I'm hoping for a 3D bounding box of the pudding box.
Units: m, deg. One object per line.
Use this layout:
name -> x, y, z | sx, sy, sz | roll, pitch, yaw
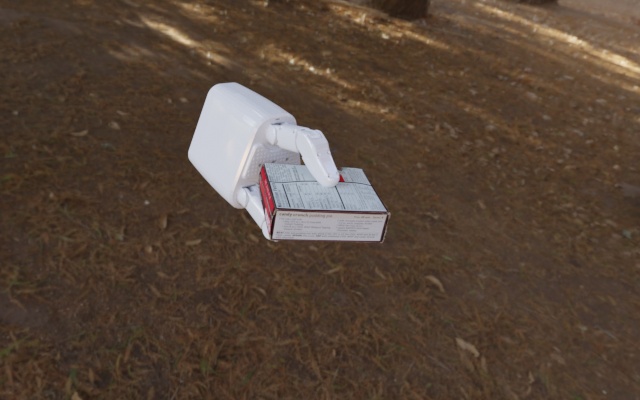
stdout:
pudding box -> 0.000, 0.001, 0.467 | 0.113, 0.039, 0.090 | 1, 32, -15
